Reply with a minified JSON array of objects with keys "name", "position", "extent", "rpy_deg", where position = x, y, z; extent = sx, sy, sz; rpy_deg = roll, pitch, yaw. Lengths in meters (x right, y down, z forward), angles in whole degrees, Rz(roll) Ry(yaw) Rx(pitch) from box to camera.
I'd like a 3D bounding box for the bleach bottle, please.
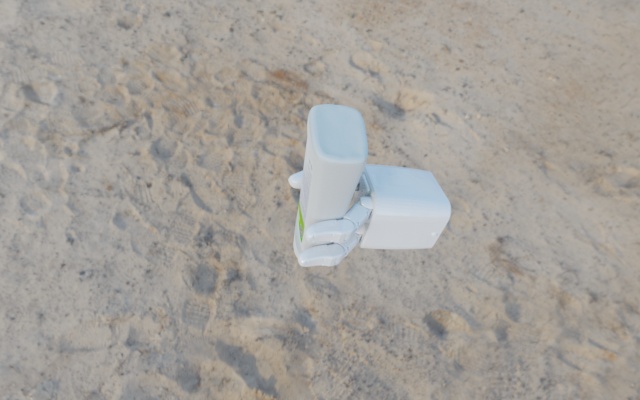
[{"name":"bleach bottle","position":[0.000,0.002,0.633],"extent":[0.068,0.102,0.251],"rpy_deg":[4,-40,-10]}]
